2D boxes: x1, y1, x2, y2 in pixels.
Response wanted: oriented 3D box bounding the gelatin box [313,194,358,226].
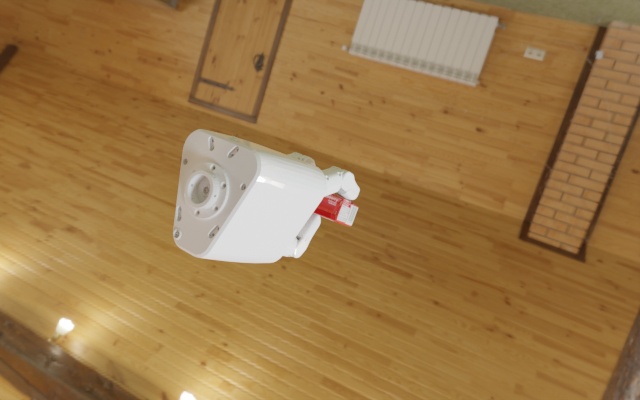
[{"bbox_3d":[0.000,0.002,0.568,0.073,0.030,0.089,22,-1,17],"label":"gelatin box"}]
